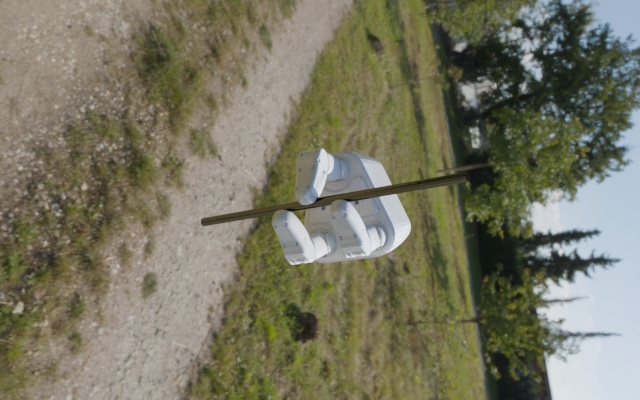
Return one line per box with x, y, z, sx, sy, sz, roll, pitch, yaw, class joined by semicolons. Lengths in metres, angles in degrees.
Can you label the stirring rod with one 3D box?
0.000;0.001;0.405;0.239;0.011;0.011;-10;-4;22;stirring rod
